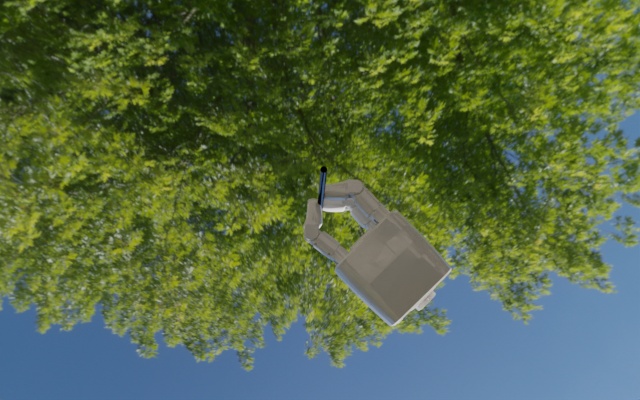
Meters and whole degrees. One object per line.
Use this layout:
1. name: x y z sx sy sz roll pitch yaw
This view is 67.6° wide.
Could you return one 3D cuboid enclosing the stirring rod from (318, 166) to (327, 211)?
1. stirring rod: 0.000 0.002 0.649 0.011 0.011 0.240 0 -18 -2
